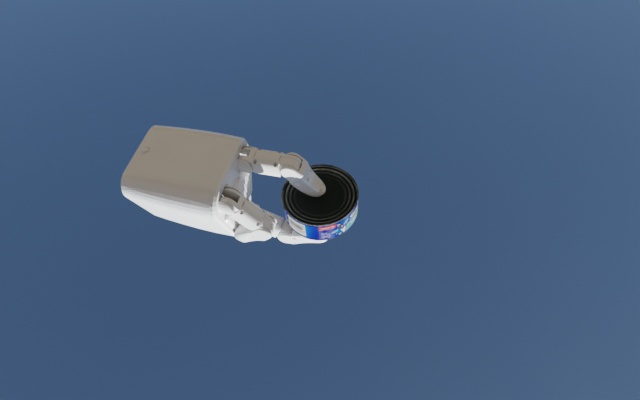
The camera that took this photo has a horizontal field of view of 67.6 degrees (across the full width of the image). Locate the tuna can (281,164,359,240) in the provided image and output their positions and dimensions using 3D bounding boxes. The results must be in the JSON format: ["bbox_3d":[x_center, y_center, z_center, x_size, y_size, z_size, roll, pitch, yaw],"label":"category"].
[{"bbox_3d":[0.000,0.002,0.539,0.086,0.086,0.034,0,-37,4],"label":"tuna can"}]
